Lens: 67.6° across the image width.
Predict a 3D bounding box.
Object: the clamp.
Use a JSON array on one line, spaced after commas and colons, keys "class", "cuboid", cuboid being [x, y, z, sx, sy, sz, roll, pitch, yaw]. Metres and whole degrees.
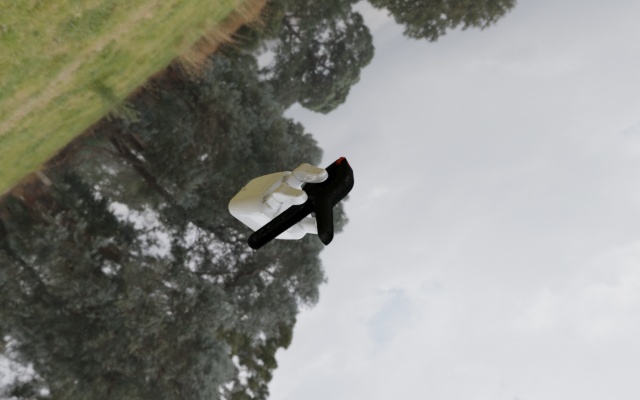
[{"class": "clamp", "cuboid": [0.001, 0.003, 0.731, 0.164, 0.036, 0.210, -1, 38, 47]}]
